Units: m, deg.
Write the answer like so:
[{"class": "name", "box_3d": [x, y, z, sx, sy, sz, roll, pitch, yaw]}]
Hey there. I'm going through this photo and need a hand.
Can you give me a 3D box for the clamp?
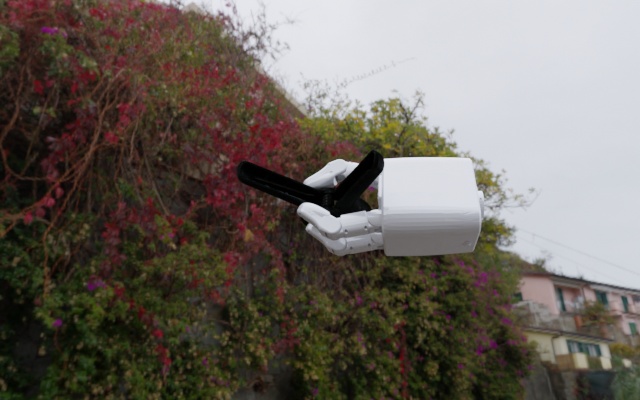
[{"class": "clamp", "box_3d": [0.000, 0.001, 0.588, 0.164, 0.036, 0.210, 1, -26, 11]}]
